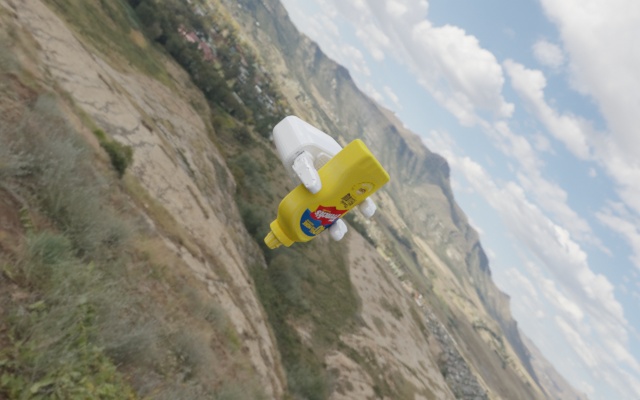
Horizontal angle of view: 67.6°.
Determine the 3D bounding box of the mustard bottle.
[{"bbox_3d":[0.000,0.002,0.657,0.191,0.058,0.096,-38,-28,8],"label":"mustard bottle"}]
